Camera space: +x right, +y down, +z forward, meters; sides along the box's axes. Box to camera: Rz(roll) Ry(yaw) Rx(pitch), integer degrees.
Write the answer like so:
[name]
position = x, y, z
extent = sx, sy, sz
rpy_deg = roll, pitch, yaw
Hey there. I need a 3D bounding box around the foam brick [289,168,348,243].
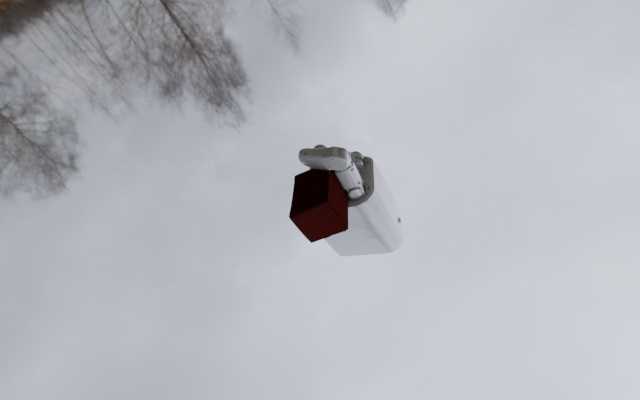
[foam brick]
position = 0.000, 0.002, 0.575
extent = 0.053, 0.051, 0.078
rpy_deg = -21, 37, 21
